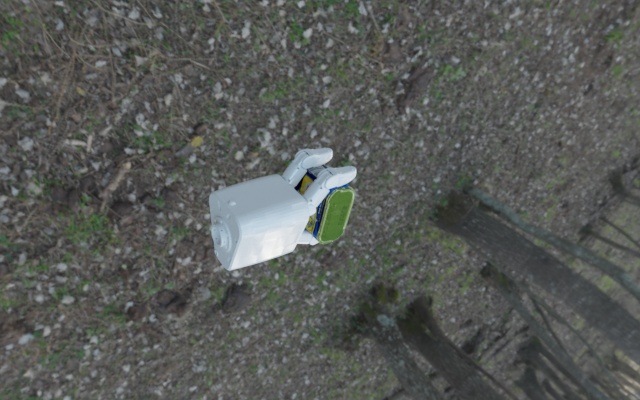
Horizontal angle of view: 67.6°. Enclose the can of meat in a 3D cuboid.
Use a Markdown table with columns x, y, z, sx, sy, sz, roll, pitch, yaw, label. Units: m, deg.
| x | y | z | sx | sy | sz | roll | pitch | yaw | label |
| --- | --- | --- | --- | --- | --- | --- | --- | --- | --- |
| 0.000 | 0.003 | 0.719 | 0.057 | 0.102 | 0.084 | -12 | 40 | -36 | can of meat |
